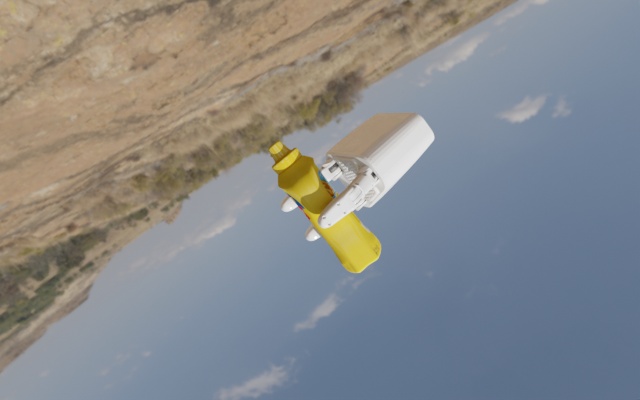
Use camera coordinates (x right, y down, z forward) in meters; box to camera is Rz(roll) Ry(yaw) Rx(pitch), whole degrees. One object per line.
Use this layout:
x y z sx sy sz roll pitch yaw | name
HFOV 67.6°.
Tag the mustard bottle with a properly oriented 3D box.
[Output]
0.000 0.002 0.620 0.058 0.191 0.096 -38 10 5 | mustard bottle
